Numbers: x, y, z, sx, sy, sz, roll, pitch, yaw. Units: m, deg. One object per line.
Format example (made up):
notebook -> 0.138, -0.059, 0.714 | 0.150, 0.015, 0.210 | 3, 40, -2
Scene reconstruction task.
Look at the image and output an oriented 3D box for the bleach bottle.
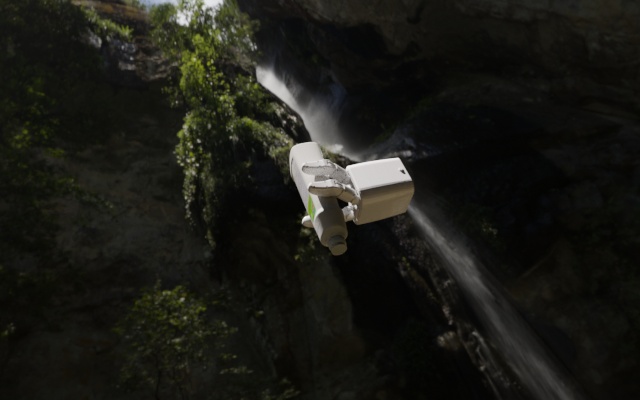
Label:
bleach bottle -> 0.000, 0.003, 0.897 | 0.068, 0.103, 0.250 | -12, 47, -9
